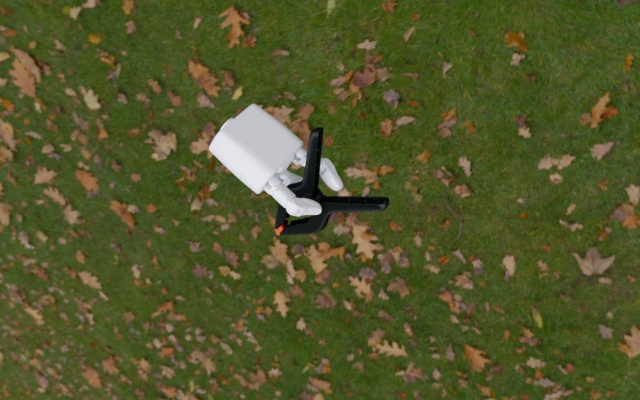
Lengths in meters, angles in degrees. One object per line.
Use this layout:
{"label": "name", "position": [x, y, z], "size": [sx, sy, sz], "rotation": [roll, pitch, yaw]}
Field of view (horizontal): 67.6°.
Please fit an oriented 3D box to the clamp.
{"label": "clamp", "position": [-0.001, 0.003, 0.784], "size": [0.210, 0.164, 0.036], "rotation": [-48, 1, 36]}
